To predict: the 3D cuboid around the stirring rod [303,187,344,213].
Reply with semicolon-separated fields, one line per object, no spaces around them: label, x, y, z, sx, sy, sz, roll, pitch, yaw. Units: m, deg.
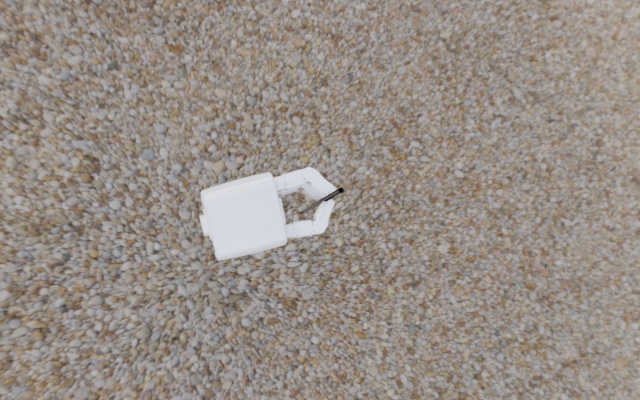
stirring rod;0.000;0.003;0.778;0.011;0.011;0.239;0;-8;-14
